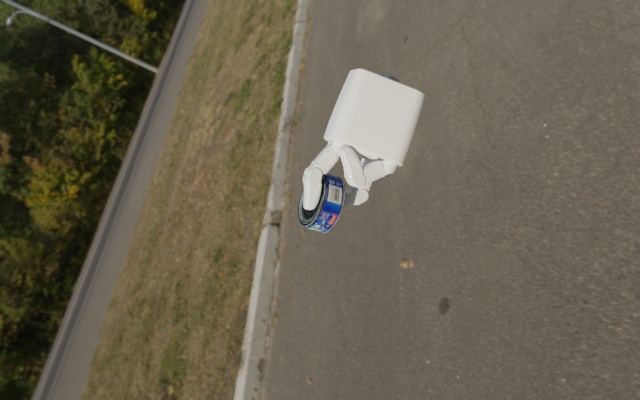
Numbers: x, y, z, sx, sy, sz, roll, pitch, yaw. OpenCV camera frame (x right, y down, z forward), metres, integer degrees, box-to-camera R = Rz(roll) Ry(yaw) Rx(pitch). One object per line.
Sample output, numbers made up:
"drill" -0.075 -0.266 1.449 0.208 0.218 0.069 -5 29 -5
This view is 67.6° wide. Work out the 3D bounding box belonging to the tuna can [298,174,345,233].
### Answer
"tuna can" 0.000 0.002 0.698 0.034 0.086 0.086 16 -7 -25
